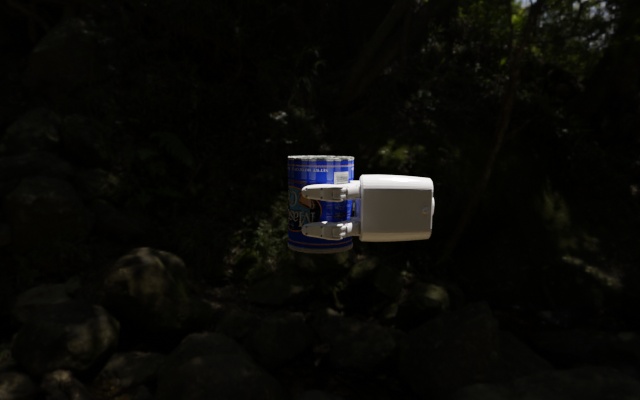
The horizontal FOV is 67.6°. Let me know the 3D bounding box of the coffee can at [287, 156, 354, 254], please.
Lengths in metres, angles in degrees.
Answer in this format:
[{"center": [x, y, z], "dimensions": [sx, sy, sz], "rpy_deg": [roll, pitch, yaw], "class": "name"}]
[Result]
[{"center": [0.000, 0.003, 0.742], "dimensions": [0.103, 0.140, 0.103], "rpy_deg": [0, 8, 0], "class": "coffee can"}]
